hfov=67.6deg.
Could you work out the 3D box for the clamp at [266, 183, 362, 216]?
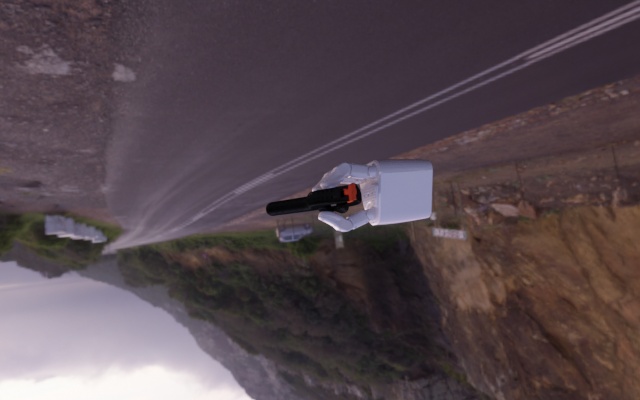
[{"bbox_3d":[0.001,0.003,0.823,0.164,0.036,0.210,-3,-7,-16],"label":"clamp"}]
